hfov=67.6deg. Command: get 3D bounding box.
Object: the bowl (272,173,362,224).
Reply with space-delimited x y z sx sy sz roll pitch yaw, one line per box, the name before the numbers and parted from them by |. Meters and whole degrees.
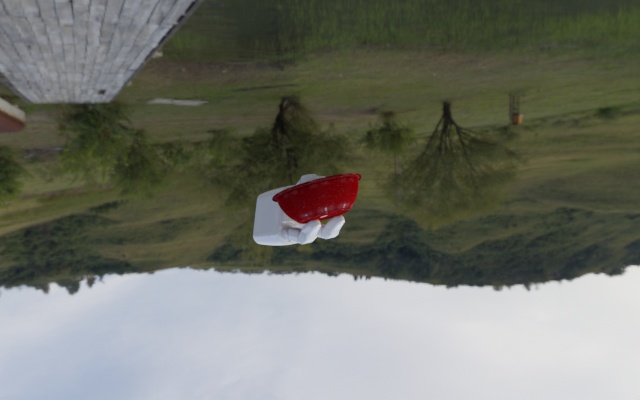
bowl | 0.001 0.003 0.830 0.162 0.055 0.162 -14 -8 -2
